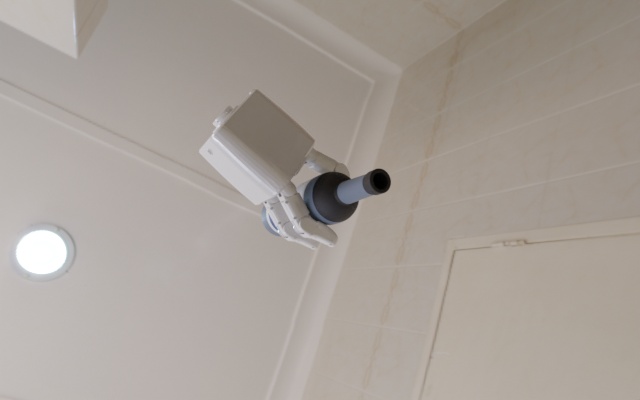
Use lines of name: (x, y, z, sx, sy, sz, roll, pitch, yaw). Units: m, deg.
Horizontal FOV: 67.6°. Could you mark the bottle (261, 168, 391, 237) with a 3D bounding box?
bottle: (0.000, 0.002, 0.639, 0.069, 0.069, 0.296, 0, -9, -26)
